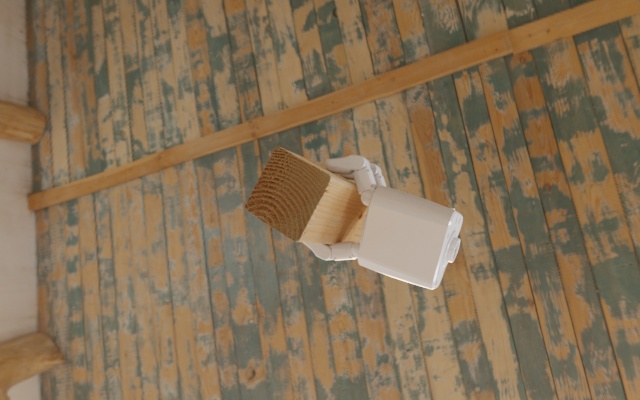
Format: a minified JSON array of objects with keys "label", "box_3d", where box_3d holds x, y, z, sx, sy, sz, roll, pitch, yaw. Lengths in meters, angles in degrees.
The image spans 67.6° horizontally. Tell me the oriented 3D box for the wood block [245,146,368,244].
[{"label":"wood block","box_3d":[0.000,0.003,0.664,0.090,0.091,0.206,31,6,24]}]
